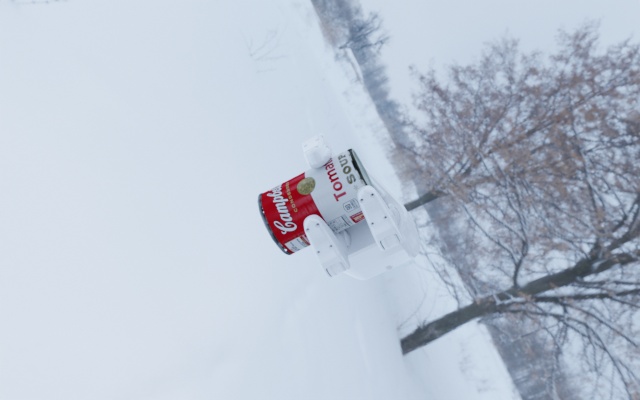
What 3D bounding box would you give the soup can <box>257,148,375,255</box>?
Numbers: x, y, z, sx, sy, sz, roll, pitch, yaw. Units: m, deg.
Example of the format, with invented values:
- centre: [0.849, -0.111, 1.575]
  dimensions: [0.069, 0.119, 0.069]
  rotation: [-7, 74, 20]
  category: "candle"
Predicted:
- centre: [0.000, 0.001, 0.462]
  dimensions: [0.102, 0.068, 0.068]
  rotation: [-26, -5, 10]
  category: "soup can"
